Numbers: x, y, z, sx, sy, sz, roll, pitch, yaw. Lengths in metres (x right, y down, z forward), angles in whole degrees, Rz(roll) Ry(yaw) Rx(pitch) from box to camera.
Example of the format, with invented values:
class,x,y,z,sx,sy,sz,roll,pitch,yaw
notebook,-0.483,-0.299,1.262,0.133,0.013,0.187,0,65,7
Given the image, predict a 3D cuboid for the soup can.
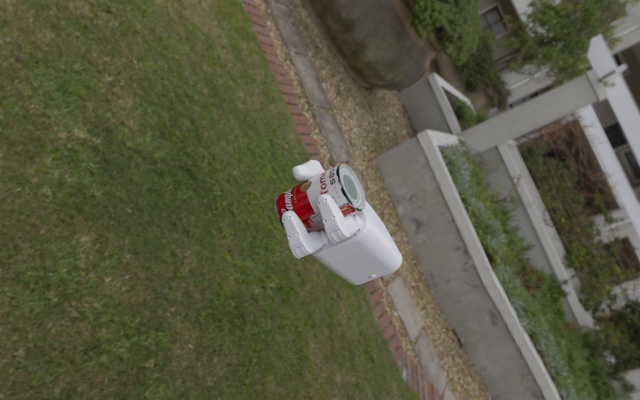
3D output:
class,x,y,z,sx,sy,sz,roll,pitch,yaw
soup can,0.000,0.002,0.634,0.102,0.068,0.068,-25,-11,24
